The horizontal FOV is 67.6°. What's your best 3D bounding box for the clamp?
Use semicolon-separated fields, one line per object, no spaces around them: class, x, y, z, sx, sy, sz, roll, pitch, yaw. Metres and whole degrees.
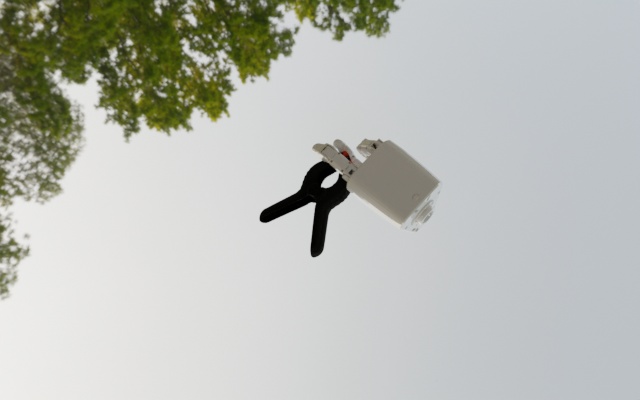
clamp;0.000;0.002;0.731;0.120;0.171;0.039;42;-6;23
